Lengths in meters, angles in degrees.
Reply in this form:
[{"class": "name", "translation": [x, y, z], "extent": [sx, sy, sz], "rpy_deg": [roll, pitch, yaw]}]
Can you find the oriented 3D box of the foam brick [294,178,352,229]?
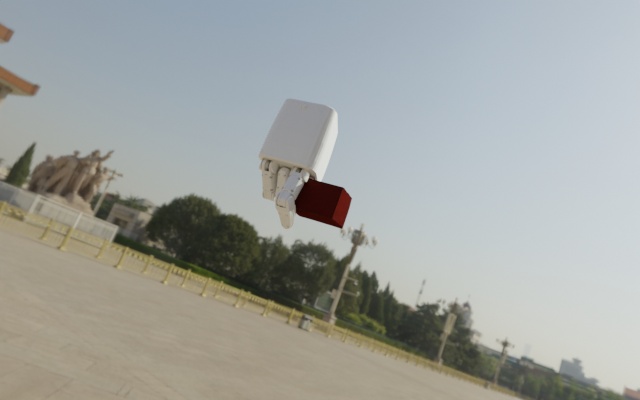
[{"class": "foam brick", "translation": [0.000, 0.003, 0.720], "extent": [0.078, 0.051, 0.053], "rpy_deg": [16, -14, 24]}]
